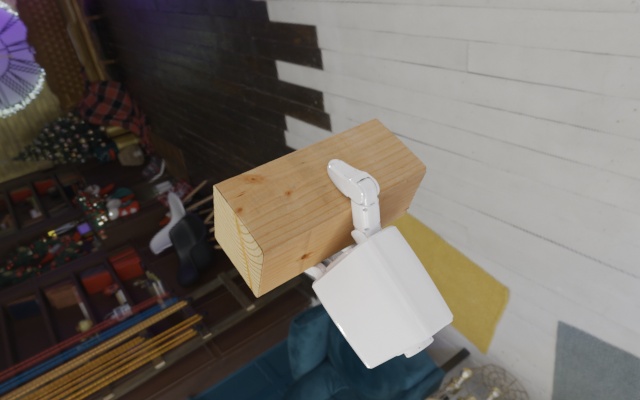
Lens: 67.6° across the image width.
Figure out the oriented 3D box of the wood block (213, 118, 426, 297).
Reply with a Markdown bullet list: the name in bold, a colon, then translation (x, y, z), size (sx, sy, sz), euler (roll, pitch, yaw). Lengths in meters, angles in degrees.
- **wood block**: translation (0.000, 0.002, 0.510), size (0.206, 0.090, 0.091), euler (-26, -29, -28)
